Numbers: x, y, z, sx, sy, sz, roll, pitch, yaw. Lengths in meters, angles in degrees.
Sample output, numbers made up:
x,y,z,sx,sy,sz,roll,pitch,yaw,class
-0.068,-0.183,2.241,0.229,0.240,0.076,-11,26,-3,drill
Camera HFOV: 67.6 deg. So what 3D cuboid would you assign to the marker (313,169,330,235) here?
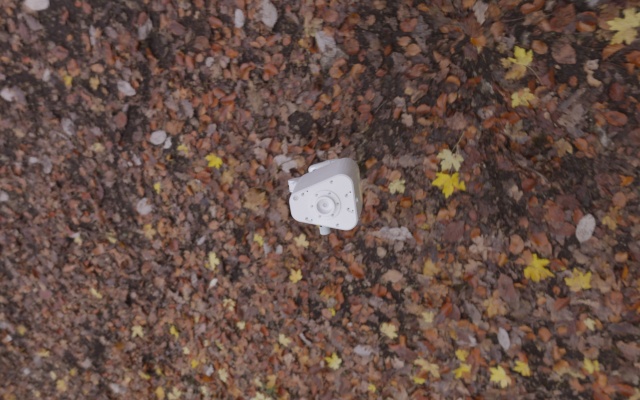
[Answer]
x,y,z,sx,sy,sz,roll,pitch,yaw,class
0.000,0.003,0.865,0.020,0.121,0.020,-8,16,2,marker
